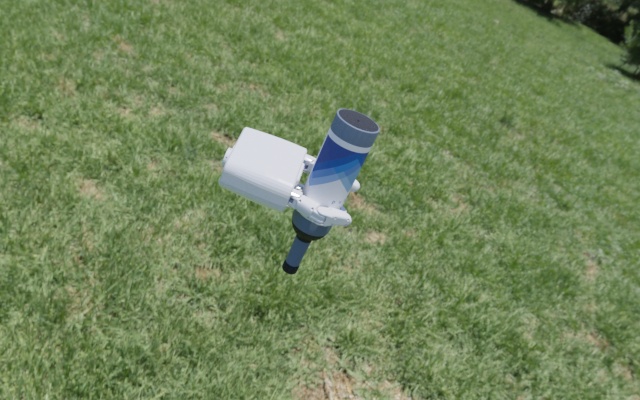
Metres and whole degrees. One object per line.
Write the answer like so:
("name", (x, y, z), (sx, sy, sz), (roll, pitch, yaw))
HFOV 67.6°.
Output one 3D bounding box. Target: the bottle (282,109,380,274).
("bottle", (0.000, 0.002, 0.747), (0.069, 0.296, 0.069), (18, 31, -11))
